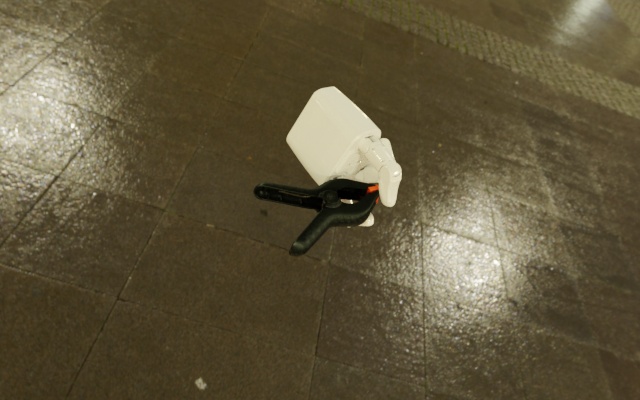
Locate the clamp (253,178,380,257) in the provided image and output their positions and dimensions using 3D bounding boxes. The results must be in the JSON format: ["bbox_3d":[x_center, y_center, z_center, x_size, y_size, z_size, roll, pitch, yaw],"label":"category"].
[{"bbox_3d":[0.000,0.002,0.629,0.171,0.120,0.039,-20,-31,-36],"label":"clamp"}]
